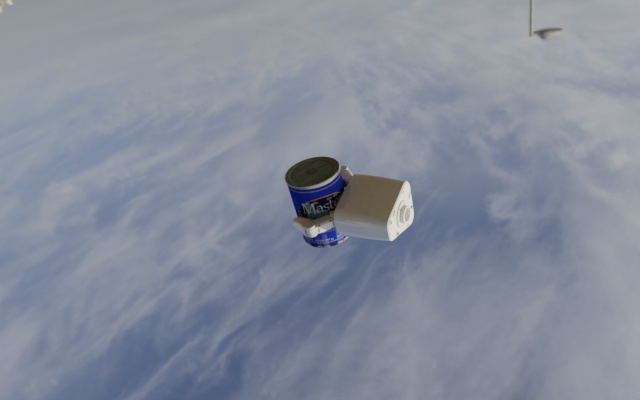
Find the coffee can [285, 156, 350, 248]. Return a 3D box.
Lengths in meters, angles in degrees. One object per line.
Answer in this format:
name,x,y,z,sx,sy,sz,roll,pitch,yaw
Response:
coffee can,0.000,0.003,0.899,0.103,0.140,0.102,-11,33,7
